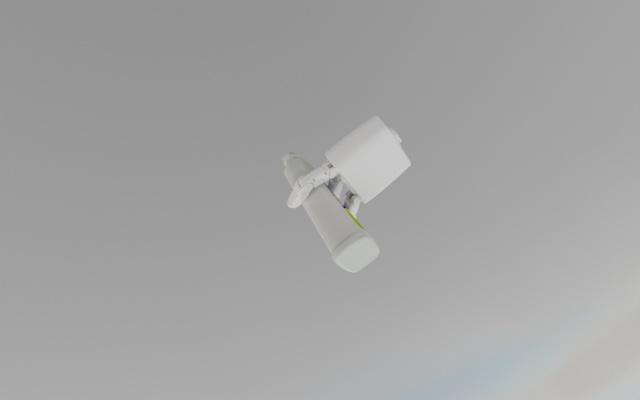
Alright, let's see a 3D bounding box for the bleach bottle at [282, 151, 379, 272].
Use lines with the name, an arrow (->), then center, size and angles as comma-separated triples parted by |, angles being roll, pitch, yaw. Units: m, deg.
bleach bottle -> 0.000, 0.003, 0.815 | 0.068, 0.250, 0.103 | -38, -32, 4
